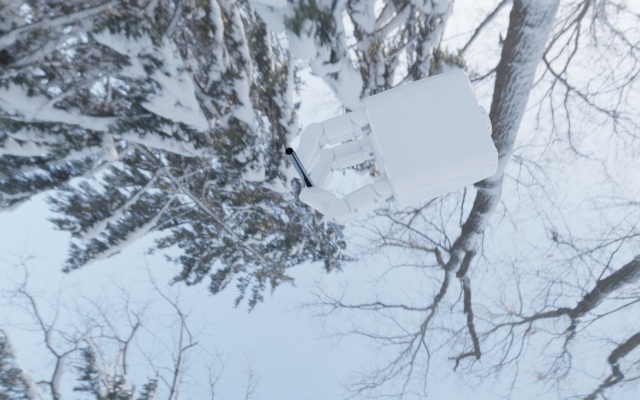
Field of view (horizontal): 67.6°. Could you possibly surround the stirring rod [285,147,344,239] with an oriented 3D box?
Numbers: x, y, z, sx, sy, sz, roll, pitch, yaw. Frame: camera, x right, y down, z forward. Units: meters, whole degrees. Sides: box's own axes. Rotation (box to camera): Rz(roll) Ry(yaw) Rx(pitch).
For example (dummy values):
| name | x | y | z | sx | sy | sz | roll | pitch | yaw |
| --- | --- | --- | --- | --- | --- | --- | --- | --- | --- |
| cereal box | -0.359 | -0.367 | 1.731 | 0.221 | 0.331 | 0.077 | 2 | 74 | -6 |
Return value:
| name | x | y | z | sx | sy | sz | roll | pitch | yaw |
| --- | --- | --- | --- | --- | --- | --- | --- | --- | --- |
| stirring rod | 0.000 | 0.002 | 0.542 | 0.011 | 0.011 | 0.240 | 0 | -23 | 15 |
